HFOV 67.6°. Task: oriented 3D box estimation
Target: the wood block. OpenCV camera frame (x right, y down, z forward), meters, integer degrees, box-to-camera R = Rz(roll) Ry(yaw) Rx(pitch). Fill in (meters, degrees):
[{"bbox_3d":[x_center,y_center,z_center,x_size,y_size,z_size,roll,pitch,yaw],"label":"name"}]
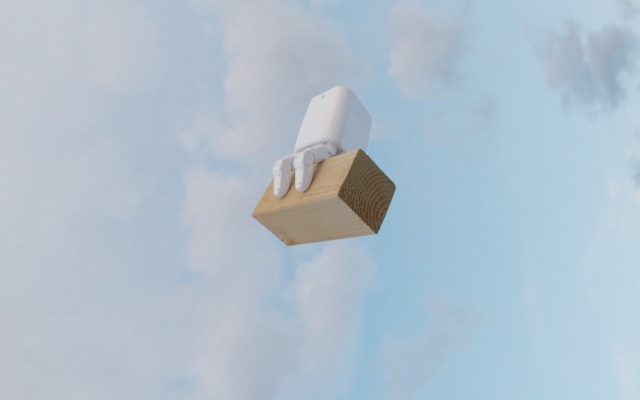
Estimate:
[{"bbox_3d":[0.000,0.002,0.734,0.091,0.090,0.206,43,-33,-26],"label":"wood block"}]
